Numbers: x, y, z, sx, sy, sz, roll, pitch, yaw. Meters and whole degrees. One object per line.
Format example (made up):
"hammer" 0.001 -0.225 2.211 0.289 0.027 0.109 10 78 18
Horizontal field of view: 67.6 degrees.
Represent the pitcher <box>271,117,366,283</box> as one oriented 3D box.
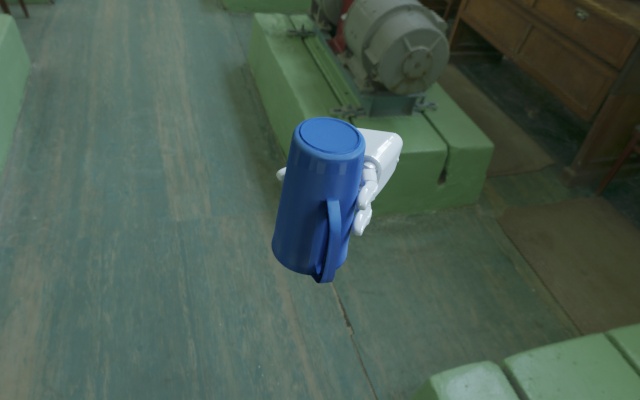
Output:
"pitcher" 0.000 0.002 0.754 0.149 0.243 0.145 28 44 19
